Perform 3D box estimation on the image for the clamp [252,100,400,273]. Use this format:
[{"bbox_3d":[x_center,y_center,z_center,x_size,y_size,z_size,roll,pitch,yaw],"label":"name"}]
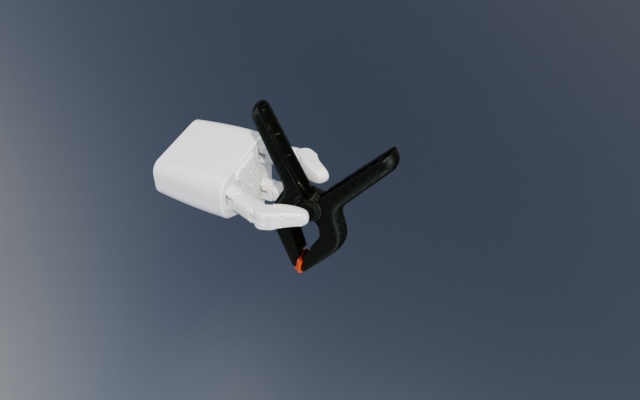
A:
[{"bbox_3d":[-0.001,0.003,0.536,0.164,0.210,0.036,17,37,21],"label":"clamp"}]
